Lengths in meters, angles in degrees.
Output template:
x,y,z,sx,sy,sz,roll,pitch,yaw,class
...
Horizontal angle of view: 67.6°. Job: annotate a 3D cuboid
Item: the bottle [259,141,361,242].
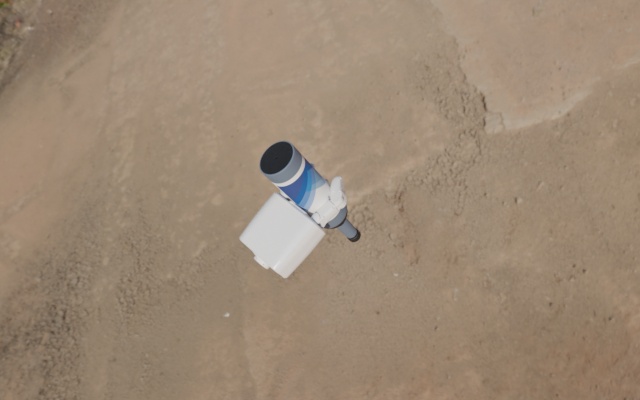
x,y,z,sx,sy,sz,roll,pitch,yaw,class
0.000,0.003,0.863,0.069,0.069,0.296,0,-29,33,bottle
